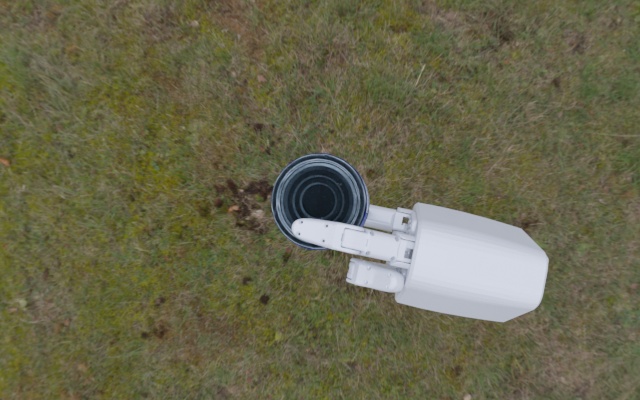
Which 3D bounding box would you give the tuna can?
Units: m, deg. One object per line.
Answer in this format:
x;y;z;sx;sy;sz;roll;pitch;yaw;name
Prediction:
0.000;0.001;0.425;0.086;0.086;0.034;0;-3;9;tuna can
